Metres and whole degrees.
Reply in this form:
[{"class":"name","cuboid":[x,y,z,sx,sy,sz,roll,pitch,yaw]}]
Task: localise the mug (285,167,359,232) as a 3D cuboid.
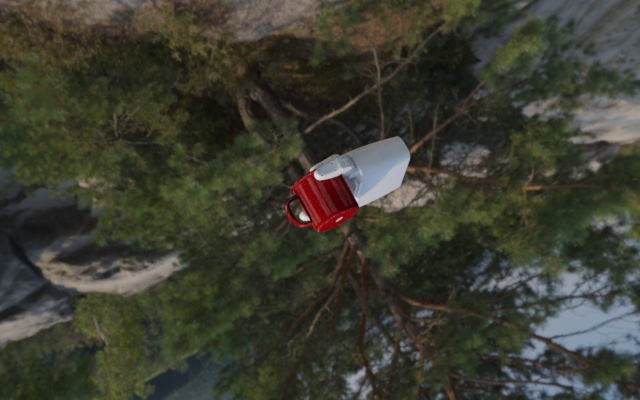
[{"class":"mug","cuboid":[-0.001,0.003,0.776,0.117,0.081,0.093,-24,-15,-19]}]
